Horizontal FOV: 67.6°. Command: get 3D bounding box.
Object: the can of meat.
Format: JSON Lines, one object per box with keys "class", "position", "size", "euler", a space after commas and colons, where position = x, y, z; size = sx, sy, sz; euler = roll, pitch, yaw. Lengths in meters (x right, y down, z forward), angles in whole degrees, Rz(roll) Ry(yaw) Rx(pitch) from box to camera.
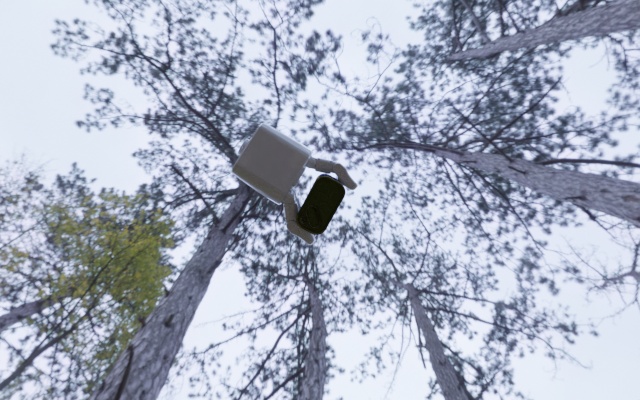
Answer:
{"class": "can of meat", "position": [0.000, 0.003, 0.861], "size": [0.057, 0.102, 0.084], "euler": [28, 8, -5]}
